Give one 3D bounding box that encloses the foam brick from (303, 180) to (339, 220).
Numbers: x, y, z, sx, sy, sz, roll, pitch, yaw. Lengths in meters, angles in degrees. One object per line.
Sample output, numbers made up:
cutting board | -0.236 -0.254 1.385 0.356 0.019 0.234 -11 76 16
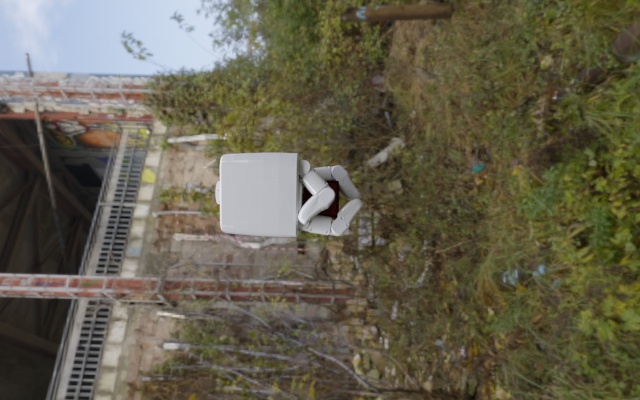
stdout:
foam brick | 0.000 0.002 0.704 0.051 0.053 0.078 1 -10 0
